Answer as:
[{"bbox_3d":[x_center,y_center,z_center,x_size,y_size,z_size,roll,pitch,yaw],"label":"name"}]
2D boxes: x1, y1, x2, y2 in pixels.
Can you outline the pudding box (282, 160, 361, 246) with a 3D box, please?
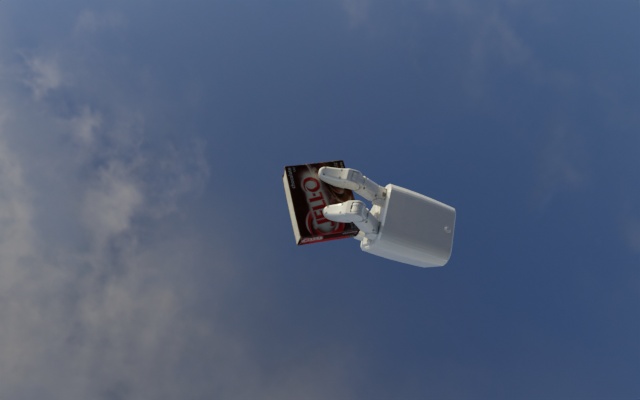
[{"bbox_3d":[0.000,0.002,0.679,0.090,0.113,0.039,-8,-24,-17],"label":"pudding box"}]
